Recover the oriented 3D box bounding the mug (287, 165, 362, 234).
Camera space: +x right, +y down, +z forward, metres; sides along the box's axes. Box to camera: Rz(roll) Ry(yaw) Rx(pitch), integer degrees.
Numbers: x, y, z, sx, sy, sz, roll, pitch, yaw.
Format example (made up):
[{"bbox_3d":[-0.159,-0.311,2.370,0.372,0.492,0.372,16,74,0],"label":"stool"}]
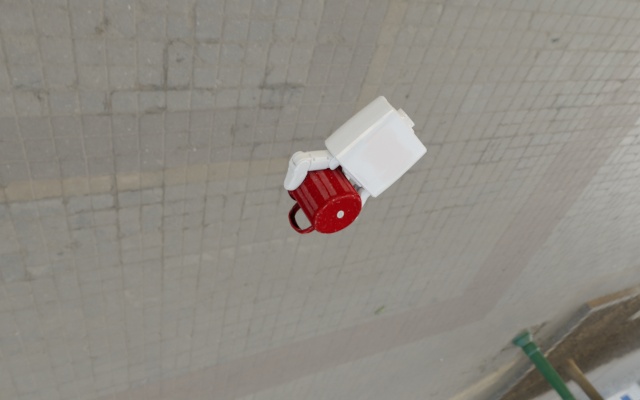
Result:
[{"bbox_3d":[-0.001,0.003,0.707,0.117,0.081,0.093,-41,-38,11],"label":"mug"}]
